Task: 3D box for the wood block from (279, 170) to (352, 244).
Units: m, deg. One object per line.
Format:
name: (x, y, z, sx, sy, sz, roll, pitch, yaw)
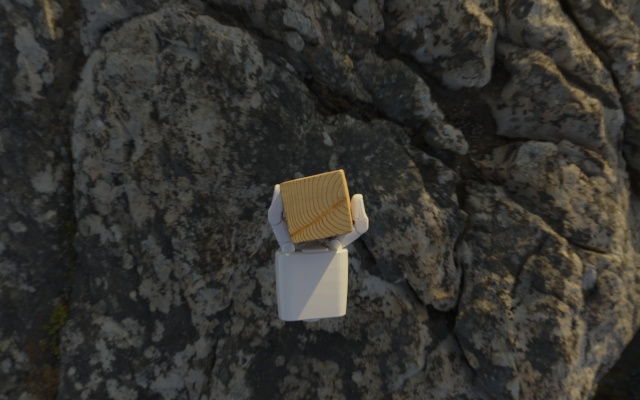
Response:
wood block: (0.000, 0.003, 0.766, 0.091, 0.090, 0.206, -11, 4, 4)
